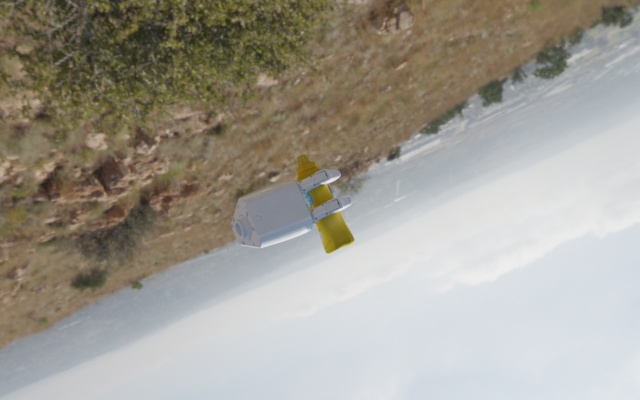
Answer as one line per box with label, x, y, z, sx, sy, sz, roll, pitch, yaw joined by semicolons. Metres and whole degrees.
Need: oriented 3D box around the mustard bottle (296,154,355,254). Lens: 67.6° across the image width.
mustard bottle;0.001;0.003;0.898;0.058;0.191;0.096;-23;-6;-7
